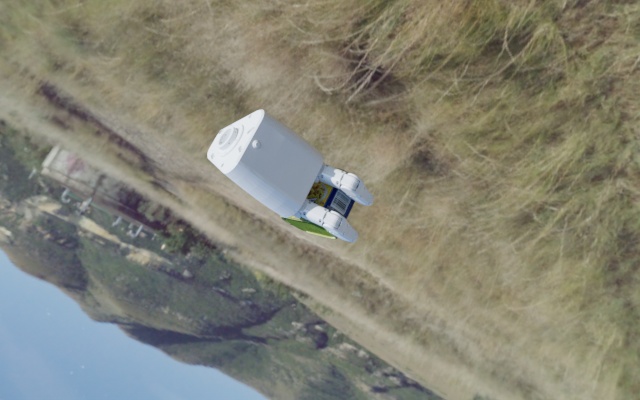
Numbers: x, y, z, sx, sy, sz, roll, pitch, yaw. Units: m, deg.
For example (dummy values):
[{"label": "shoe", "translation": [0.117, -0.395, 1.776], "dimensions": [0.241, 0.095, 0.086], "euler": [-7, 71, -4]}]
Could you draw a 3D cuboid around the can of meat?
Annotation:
[{"label": "can of meat", "translation": [0.000, 0.003, 0.675], "dimensions": [0.057, 0.084, 0.102], "euler": [37, -18, -36]}]
